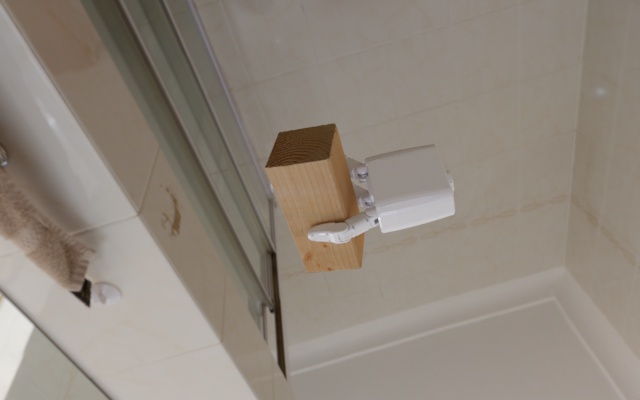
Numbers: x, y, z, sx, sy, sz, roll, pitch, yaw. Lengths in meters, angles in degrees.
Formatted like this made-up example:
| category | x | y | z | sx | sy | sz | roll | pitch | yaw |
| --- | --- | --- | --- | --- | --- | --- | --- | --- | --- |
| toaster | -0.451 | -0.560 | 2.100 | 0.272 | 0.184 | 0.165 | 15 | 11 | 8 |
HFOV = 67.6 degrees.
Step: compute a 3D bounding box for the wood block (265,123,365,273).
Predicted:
| category | x | y | z | sx | sy | sz | roll | pitch | yaw |
| --- | --- | --- | --- | --- | --- | --- | --- | --- | --- |
| wood block | 0.000 | 0.003 | 0.707 | 0.090 | 0.206 | 0.090 | -7 | 38 | 15 |
